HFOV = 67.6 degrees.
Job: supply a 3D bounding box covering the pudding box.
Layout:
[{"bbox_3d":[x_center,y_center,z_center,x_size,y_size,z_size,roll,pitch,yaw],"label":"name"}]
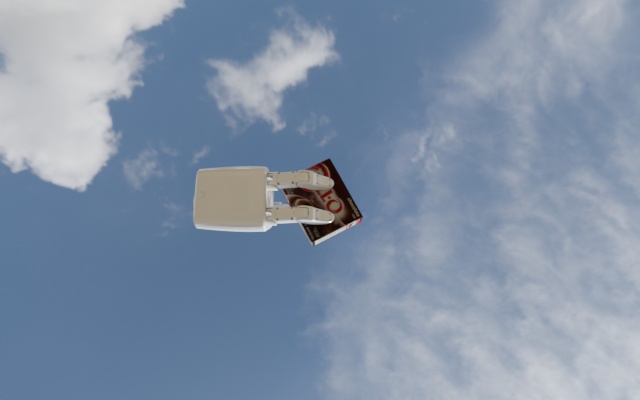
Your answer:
[{"bbox_3d":[0.000,0.003,0.746,0.090,0.113,0.039,-27,-13,-9],"label":"pudding box"}]
